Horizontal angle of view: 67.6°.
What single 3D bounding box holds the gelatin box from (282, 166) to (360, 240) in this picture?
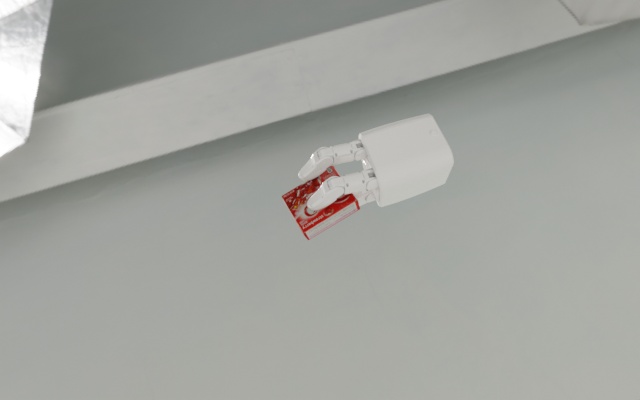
[{"bbox_3d":[0.000,0.003,0.680,0.089,0.073,0.030,-31,-33,-3],"label":"gelatin box"}]
